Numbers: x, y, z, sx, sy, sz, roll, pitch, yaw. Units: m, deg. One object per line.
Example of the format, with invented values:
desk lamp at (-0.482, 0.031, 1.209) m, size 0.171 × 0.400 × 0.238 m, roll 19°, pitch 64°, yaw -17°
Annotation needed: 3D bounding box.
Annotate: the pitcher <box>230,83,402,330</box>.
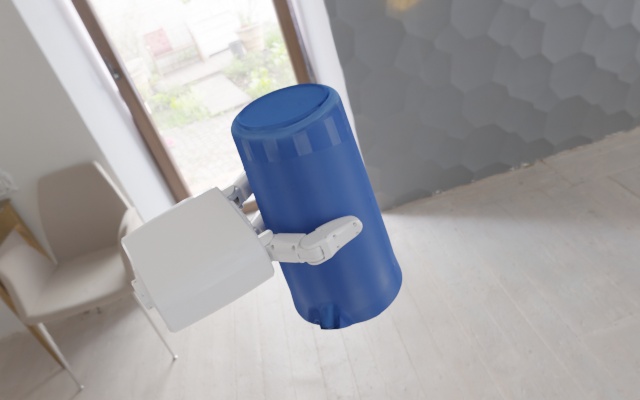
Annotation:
pitcher at (0.000, 0.002, 0.512) m, size 0.145 × 0.243 × 0.149 m, roll -31°, pitch 34°, yaw -18°
